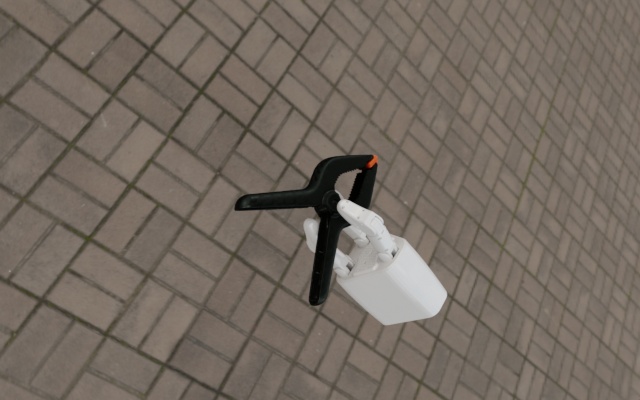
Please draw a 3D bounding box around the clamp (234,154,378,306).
[{"bbox_3d":[0.001,0.002,0.603,0.164,0.210,0.036,48,-29,-21],"label":"clamp"}]
